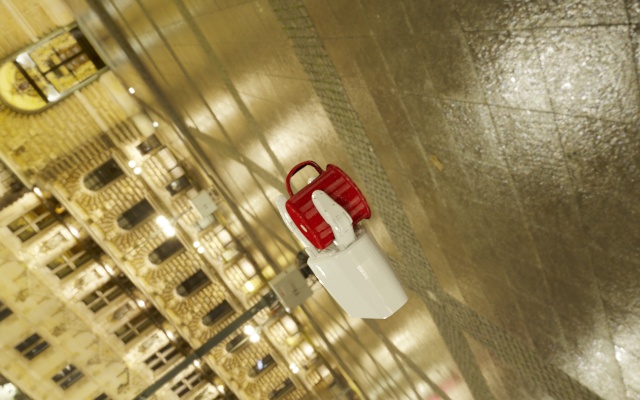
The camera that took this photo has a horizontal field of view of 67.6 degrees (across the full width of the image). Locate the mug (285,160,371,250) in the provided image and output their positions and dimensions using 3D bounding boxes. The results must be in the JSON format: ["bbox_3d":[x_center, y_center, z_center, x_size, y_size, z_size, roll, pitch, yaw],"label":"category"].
[{"bbox_3d":[-0.001,0.001,0.634,0.081,0.117,0.093,-38,6,-12],"label":"mug"}]
